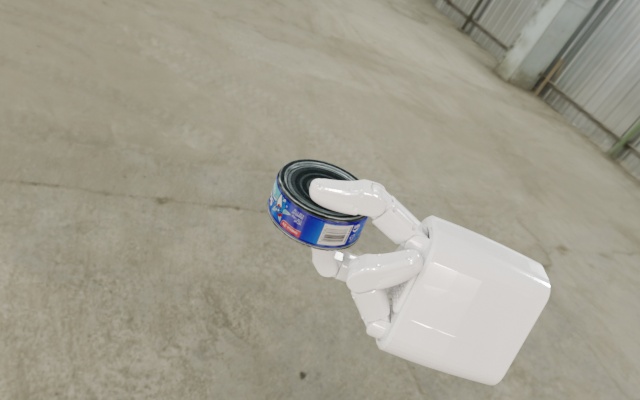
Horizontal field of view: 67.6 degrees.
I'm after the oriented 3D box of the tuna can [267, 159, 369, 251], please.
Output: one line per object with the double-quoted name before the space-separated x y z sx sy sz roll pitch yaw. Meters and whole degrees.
"tuna can" 0.000 0.001 0.407 0.086 0.034 0.086 15 34 -10
